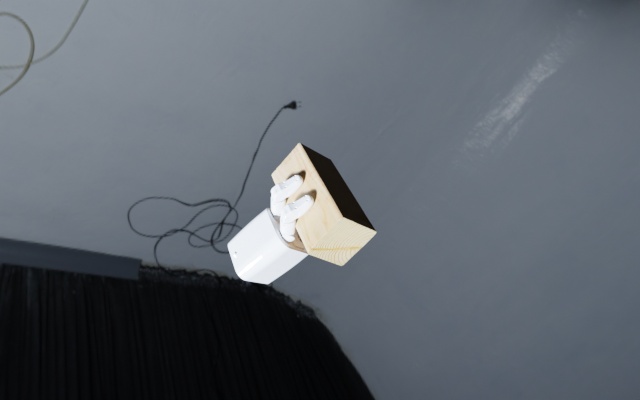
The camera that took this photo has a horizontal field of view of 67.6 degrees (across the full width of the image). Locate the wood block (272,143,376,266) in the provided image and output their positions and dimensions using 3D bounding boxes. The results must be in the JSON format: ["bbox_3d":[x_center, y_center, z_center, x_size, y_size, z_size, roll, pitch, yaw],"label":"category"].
[{"bbox_3d":[0.000,0.003,0.848,0.091,0.090,0.206,25,26,-42],"label":"wood block"}]
